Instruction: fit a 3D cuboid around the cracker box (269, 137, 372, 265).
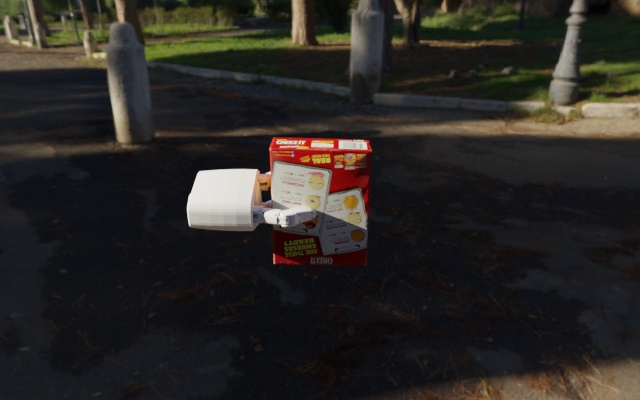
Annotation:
[{"bbox_3d":[0.000,0.003,0.815,0.164,0.214,0.072,1,25,1],"label":"cracker box"}]
